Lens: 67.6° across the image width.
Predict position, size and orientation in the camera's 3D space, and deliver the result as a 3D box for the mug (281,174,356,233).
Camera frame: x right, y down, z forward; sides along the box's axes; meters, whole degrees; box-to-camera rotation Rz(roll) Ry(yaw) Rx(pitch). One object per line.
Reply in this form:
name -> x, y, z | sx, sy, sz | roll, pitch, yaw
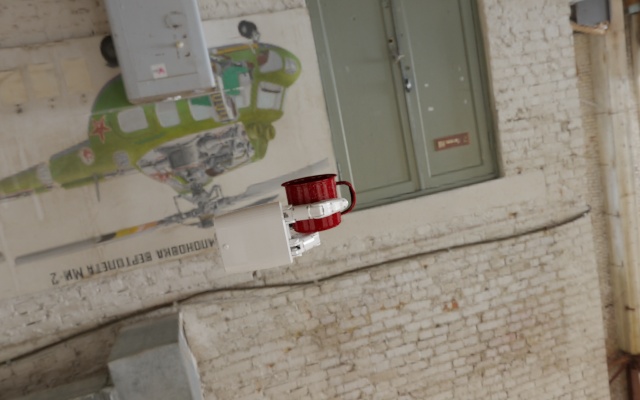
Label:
mug -> 0.002, 0.002, 0.781 | 0.117, 0.081, 0.093 | -11, 9, -3
